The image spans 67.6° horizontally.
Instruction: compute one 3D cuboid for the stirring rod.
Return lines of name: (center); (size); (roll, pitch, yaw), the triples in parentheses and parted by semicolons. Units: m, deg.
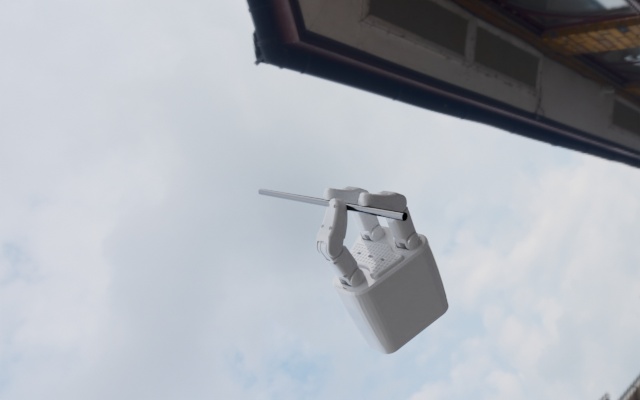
stirring rod: (0.000, 0.002, 0.532); (0.011, 0.011, 0.239); (0, 6, -41)
